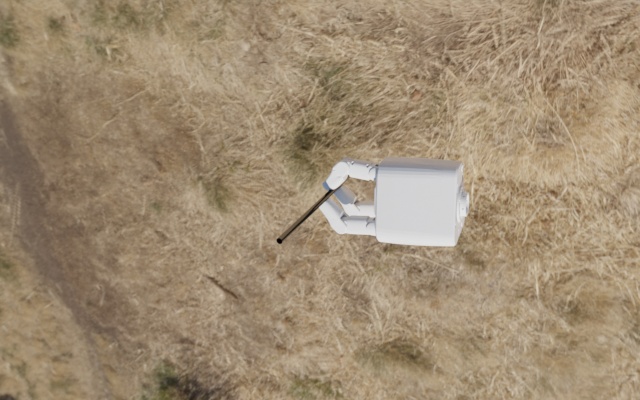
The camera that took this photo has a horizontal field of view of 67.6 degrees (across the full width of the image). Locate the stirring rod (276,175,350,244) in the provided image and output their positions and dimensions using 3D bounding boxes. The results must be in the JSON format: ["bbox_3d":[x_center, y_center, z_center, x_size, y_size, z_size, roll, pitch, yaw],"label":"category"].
[{"bbox_3d":[0.000,0.002,0.666,0.011,0.011,0.239,0,23,26],"label":"stirring rod"}]
